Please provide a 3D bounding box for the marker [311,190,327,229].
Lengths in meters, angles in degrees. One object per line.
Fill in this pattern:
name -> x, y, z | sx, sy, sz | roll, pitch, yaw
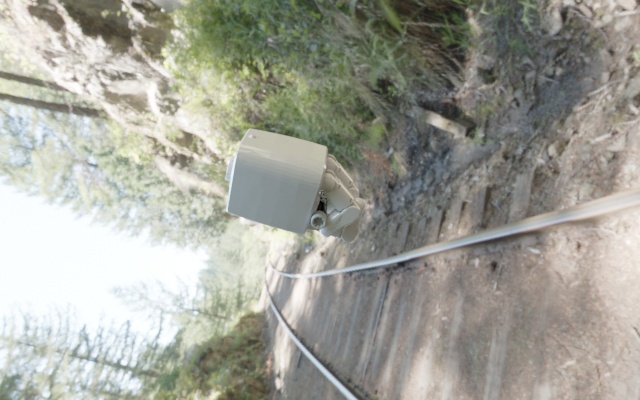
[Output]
marker -> 0.000, 0.002, 0.632 | 0.020, 0.020, 0.121 | 0, 24, 3
